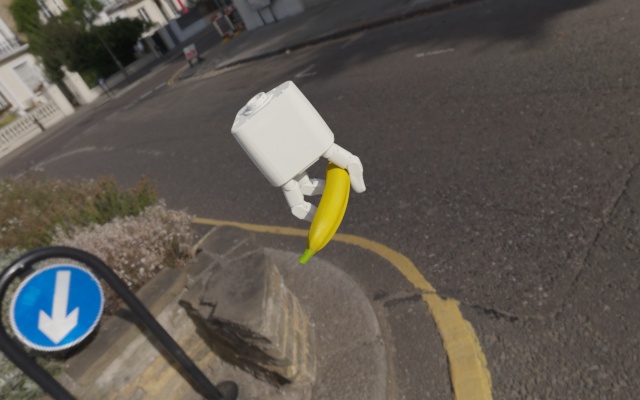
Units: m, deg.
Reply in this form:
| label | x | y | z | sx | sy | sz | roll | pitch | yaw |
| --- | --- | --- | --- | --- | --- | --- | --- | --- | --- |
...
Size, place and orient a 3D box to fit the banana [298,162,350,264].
| label | x | y | z | sx | sy | sz | roll | pitch | yaw |
| --- | --- | --- | --- | --- | --- | --- | --- | --- | --- |
| banana | 0.012 | -0.001 | 0.707 | 0.070 | 0.197 | 0.037 | -24 | -56 | 41 |
